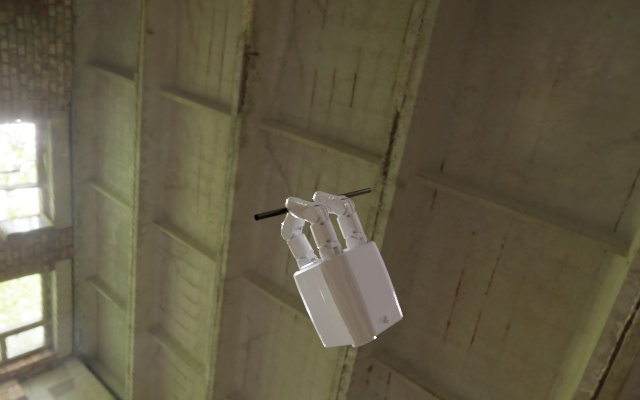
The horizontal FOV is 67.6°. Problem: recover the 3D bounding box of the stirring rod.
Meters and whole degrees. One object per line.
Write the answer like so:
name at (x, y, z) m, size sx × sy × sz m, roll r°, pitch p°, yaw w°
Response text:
stirring rod at (0.000, 0.002, 0.664) m, size 0.011 × 0.011 × 0.239 m, roll 0°, pitch 9°, yaw 40°
